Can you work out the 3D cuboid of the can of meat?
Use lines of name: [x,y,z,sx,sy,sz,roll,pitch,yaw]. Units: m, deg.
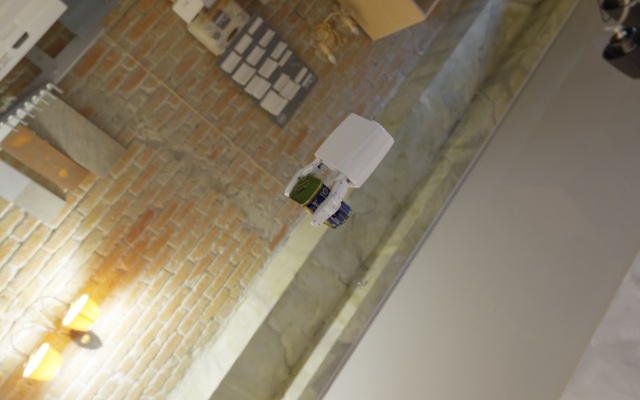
can of meat: [0.000,0.003,0.871,0.084,0.057,0.102,40,-5,-23]
